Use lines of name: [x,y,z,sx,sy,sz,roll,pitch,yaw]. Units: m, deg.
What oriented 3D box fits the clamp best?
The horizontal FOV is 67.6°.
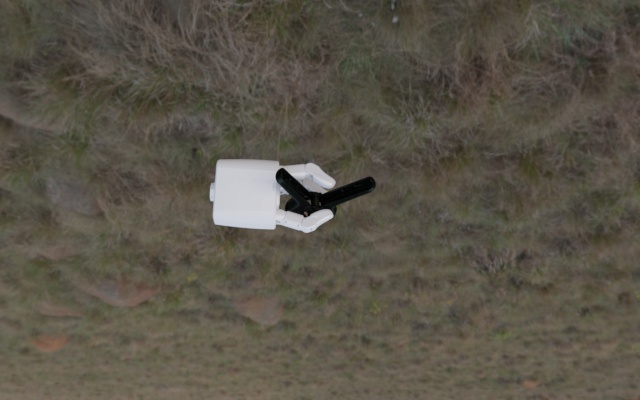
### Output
clamp: [0.000,0.004,0.844,0.164,0.036,0.210,3,-25,-6]
